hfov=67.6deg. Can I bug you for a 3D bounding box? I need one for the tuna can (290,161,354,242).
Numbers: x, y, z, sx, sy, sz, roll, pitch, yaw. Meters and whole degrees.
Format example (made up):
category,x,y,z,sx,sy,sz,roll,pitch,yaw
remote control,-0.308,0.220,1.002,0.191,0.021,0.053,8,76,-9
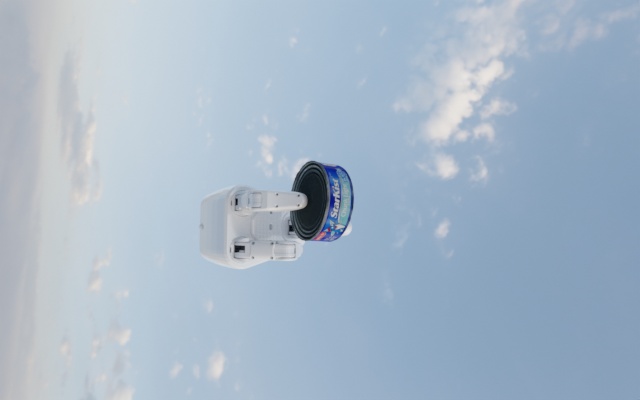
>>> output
category,x,y,z,sx,sy,sz,roll,pitch,yaw
tuna can,0.001,0.002,0.514,0.034,0.086,0.086,6,-3,-29
